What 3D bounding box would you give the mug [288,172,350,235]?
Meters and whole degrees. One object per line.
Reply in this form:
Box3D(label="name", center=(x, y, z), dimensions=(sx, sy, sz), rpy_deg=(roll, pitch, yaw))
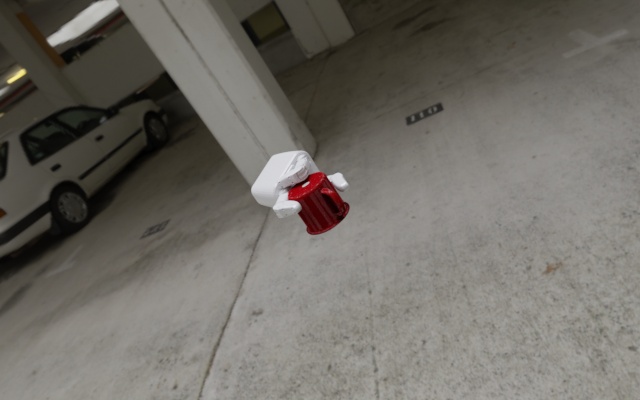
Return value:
Box3D(label="mug", center=(0.001, 0.003, 0.858), dimensions=(0.093, 0.081, 0.117), rpy_deg=(-44, 25, -24))
